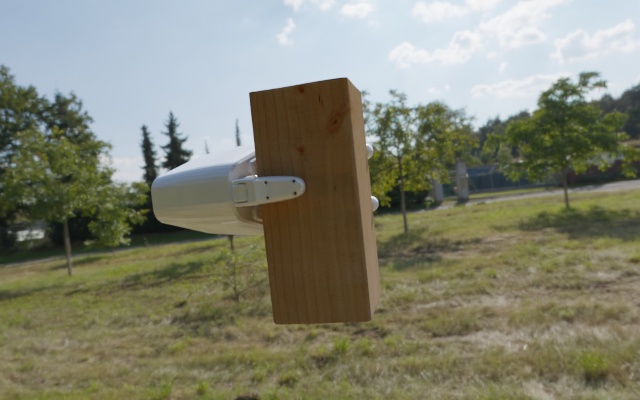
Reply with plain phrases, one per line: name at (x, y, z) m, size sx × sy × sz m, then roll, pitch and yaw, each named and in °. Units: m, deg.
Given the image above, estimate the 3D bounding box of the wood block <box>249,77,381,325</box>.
wood block at (0.000, 0.001, 0.449) m, size 0.090 × 0.206 × 0.091 m, roll -5°, pitch 3°, yaw 14°
